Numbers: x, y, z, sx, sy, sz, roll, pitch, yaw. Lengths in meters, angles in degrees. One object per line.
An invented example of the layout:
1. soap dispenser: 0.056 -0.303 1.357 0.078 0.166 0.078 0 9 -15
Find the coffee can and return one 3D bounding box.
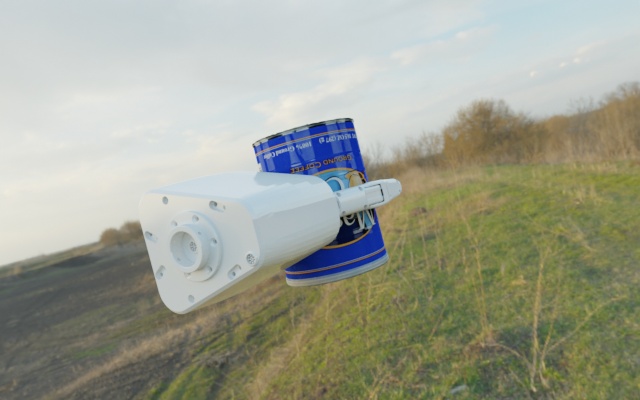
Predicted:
1. coffee can: 0.000 0.002 0.467 0.103 0.140 0.103 -14 1 0
